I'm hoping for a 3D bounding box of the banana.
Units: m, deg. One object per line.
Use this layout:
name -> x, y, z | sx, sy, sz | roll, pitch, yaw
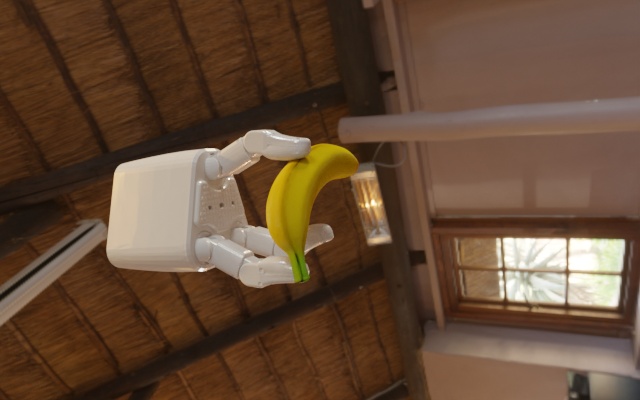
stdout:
banana -> -0.007, -0.013, 0.436 | 0.037, 0.070, 0.197 | -7, 29, 25
